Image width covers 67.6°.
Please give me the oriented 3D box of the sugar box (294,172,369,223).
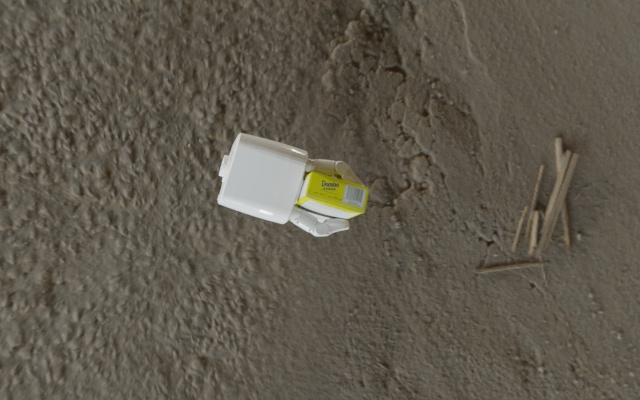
[{"bbox_3d":[0.000,0.002,0.761,0.093,0.048,0.176,16,-11,-15],"label":"sugar box"}]
